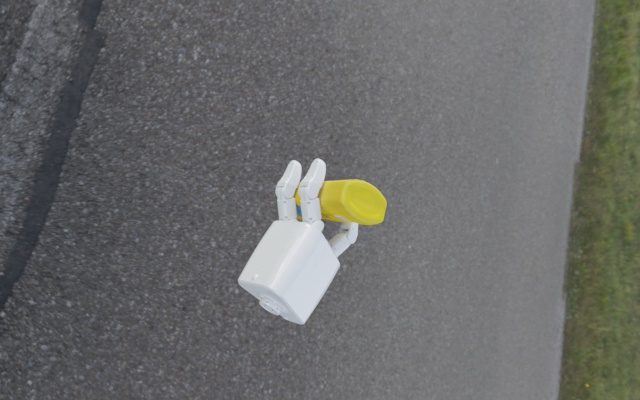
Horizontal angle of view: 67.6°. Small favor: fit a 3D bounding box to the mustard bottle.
[{"bbox_3d":[0.000,0.002,0.730,0.096,0.058,0.191,22,-14,-40],"label":"mustard bottle"}]
